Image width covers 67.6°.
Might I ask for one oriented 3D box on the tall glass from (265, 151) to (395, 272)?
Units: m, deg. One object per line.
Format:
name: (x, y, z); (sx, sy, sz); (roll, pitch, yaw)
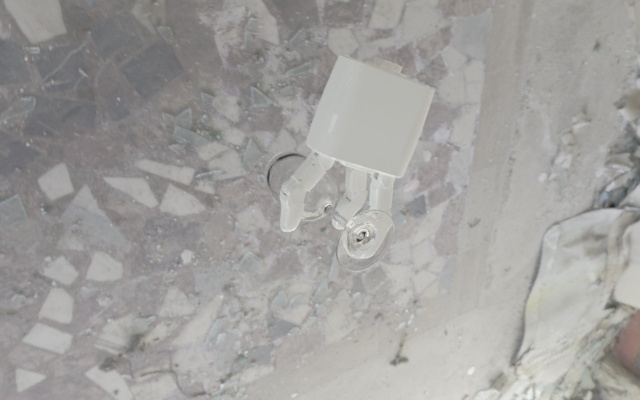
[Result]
tall glass: (0.000, 0.002, 0.579); (0.079, 0.079, 0.201); (0, 24, -33)
